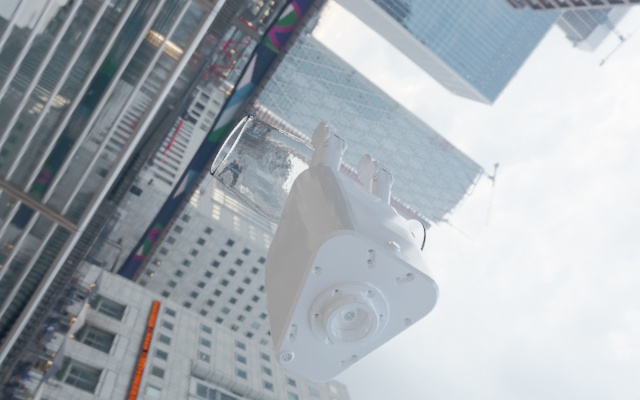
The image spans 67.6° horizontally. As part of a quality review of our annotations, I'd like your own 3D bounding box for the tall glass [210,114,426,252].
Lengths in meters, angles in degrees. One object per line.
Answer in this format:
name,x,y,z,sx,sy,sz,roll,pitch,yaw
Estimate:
tall glass,0.001,0.002,0.445,0.201,0.079,0.079,32,-12,-19
